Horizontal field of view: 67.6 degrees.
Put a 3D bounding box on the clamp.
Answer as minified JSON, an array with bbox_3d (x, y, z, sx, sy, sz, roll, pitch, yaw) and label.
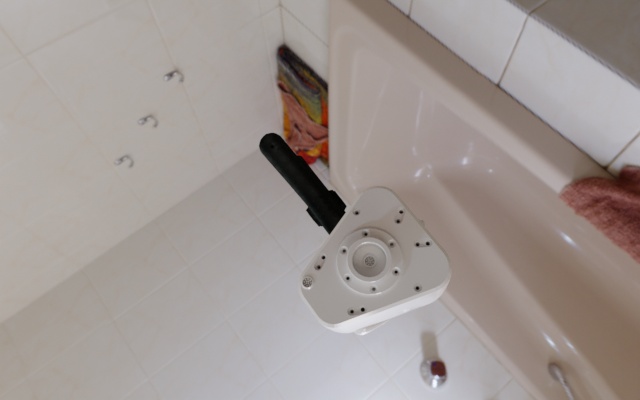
[{"bbox_3d":[0.000,0.002,0.489,0.039,0.171,0.120,-44,-21,8],"label":"clamp"}]
